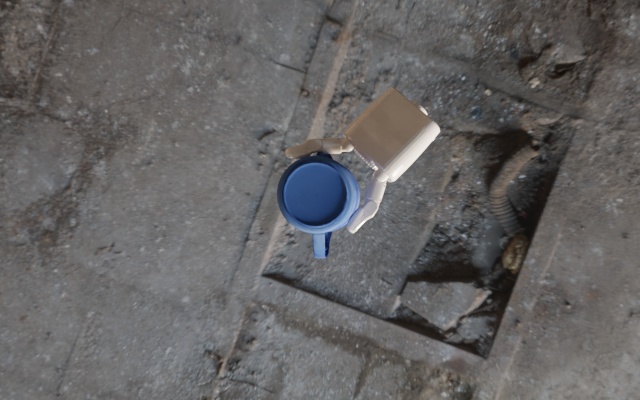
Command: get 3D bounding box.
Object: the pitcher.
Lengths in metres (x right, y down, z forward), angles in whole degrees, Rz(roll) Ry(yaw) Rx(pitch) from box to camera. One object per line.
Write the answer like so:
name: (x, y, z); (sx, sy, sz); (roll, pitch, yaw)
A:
pitcher: (0.000, 0.002, 0.765); (0.145, 0.149, 0.243); (-43, -2, 3)
